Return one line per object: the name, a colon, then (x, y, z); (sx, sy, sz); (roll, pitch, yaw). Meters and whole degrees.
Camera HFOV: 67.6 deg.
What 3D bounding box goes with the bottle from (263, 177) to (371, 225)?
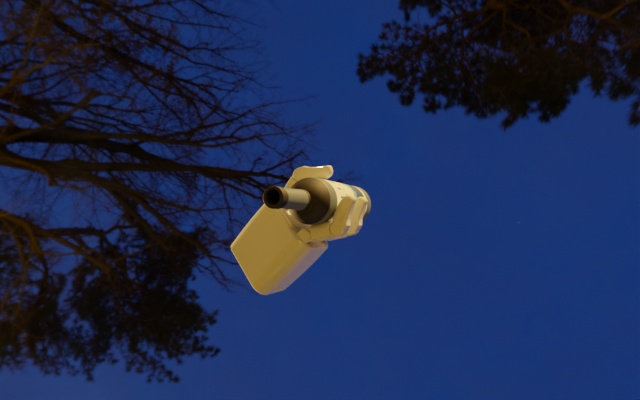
bottle: (0.000, 0.002, 0.697); (0.069, 0.069, 0.296); (0, -2, 23)
